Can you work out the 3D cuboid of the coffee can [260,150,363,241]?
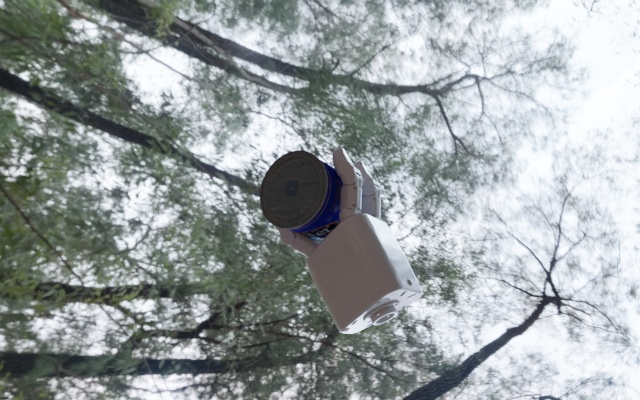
[{"bbox_3d":[0.000,0.002,0.655,0.103,0.102,0.140,0,-14,33],"label":"coffee can"}]
